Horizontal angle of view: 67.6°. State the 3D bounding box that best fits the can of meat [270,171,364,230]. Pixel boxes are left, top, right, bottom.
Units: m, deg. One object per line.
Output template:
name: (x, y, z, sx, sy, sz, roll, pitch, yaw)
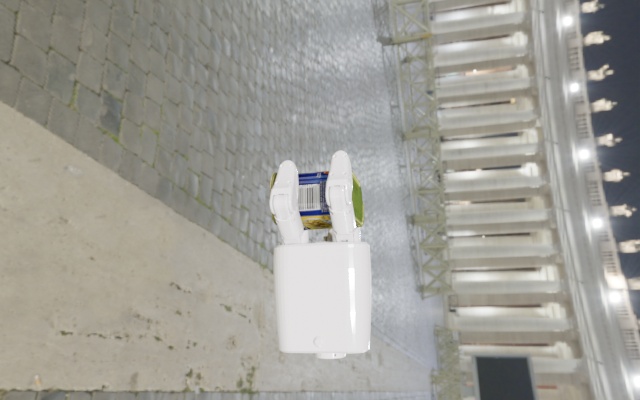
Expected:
can of meat: (0.000, 0.002, 0.531, 0.084, 0.057, 0.102, -4, -12, 14)
